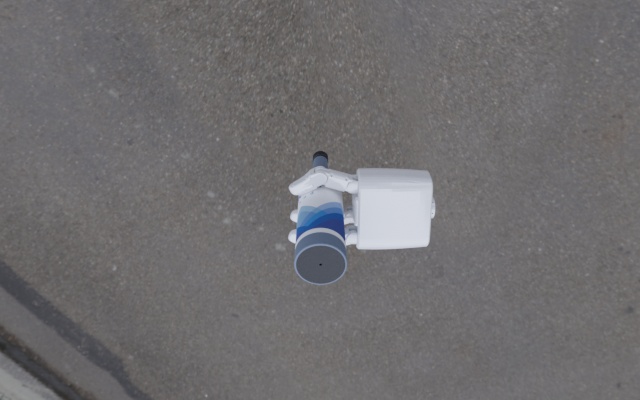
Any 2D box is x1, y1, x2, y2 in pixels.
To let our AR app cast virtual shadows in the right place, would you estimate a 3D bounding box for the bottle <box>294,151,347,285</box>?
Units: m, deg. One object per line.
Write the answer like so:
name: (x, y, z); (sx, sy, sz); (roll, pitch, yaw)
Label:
bottle: (0.000, 0.002, 0.718); (0.069, 0.069, 0.295); (0, 32, 0)
